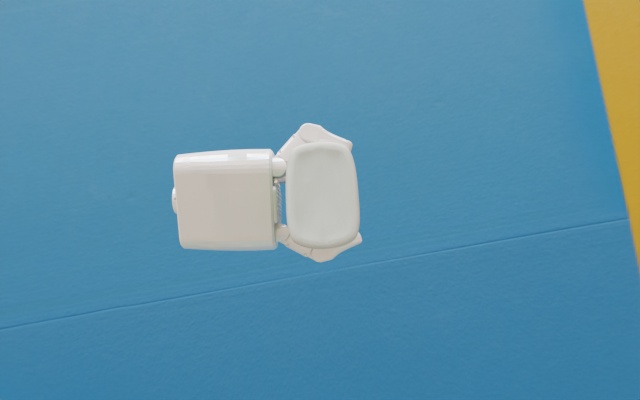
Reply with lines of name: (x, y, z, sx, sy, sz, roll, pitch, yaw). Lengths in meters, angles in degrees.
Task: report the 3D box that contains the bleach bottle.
bleach bottle: (0.000, 0.002, 0.557, 0.068, 0.102, 0.251, -2, -4, -1)
